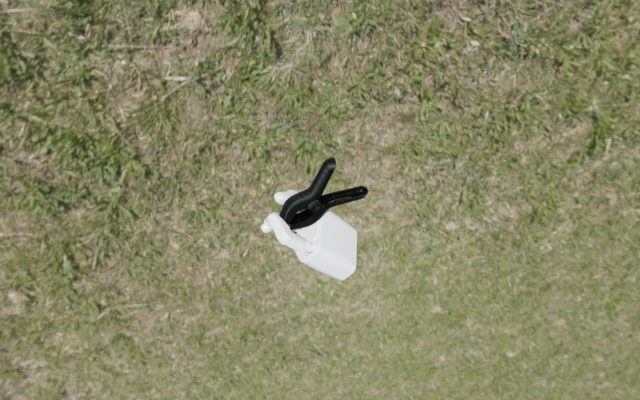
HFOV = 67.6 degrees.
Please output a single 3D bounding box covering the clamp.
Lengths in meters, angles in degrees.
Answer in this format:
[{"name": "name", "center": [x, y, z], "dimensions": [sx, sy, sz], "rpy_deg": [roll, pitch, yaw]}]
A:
[{"name": "clamp", "center": [0.000, 0.003, 0.855], "dimensions": [0.120, 0.039, 0.171], "rpy_deg": [31, -59, -35]}]
